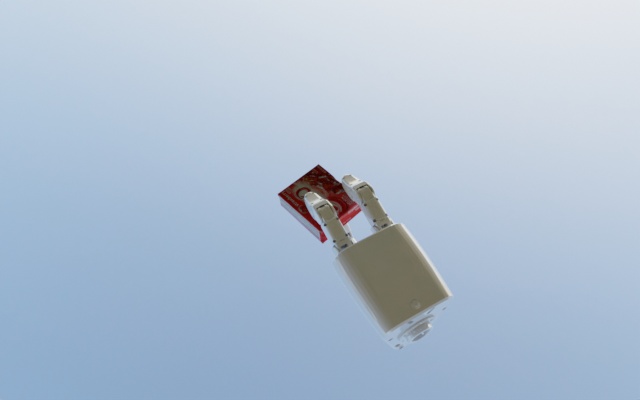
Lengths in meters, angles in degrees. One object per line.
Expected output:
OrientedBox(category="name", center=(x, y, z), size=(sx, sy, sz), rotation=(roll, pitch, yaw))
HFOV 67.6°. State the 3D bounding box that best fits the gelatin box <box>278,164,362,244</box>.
OrientedBox(category="gelatin box", center=(0.000, 0.002, 0.626), size=(0.073, 0.030, 0.089), rotation=(-38, 58, -20))
